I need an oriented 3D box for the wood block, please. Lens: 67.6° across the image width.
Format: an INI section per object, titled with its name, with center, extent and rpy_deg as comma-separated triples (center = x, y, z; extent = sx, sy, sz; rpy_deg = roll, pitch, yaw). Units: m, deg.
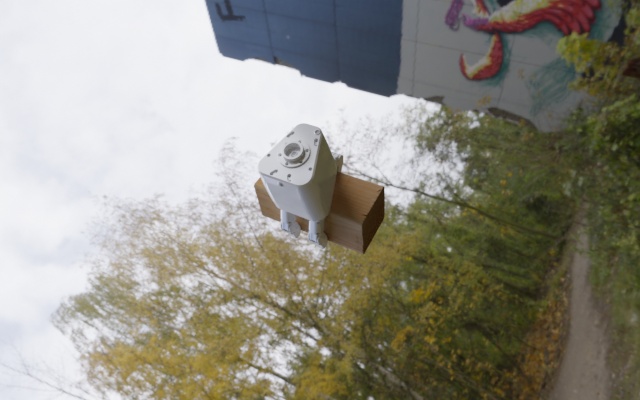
[wood block]
center = 0.000, 0.002, 0.835
extent = 0.206, 0.090, 0.090
rpy_deg = 20, -35, 22
